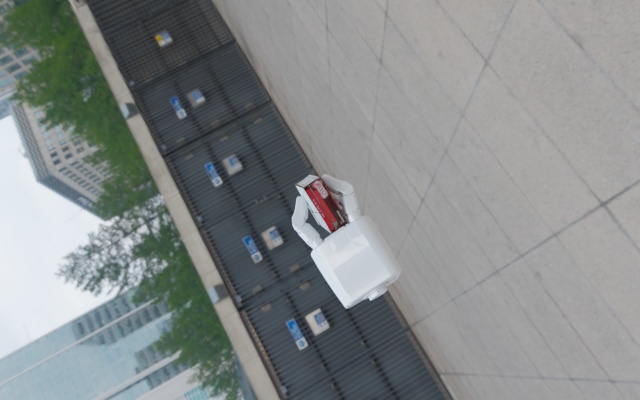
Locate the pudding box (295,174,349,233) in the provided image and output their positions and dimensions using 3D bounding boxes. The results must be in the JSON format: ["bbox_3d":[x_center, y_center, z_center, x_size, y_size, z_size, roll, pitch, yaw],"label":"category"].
[{"bbox_3d":[0.000,0.003,0.808,0.039,0.090,0.113,-32,10,-7],"label":"pudding box"}]
